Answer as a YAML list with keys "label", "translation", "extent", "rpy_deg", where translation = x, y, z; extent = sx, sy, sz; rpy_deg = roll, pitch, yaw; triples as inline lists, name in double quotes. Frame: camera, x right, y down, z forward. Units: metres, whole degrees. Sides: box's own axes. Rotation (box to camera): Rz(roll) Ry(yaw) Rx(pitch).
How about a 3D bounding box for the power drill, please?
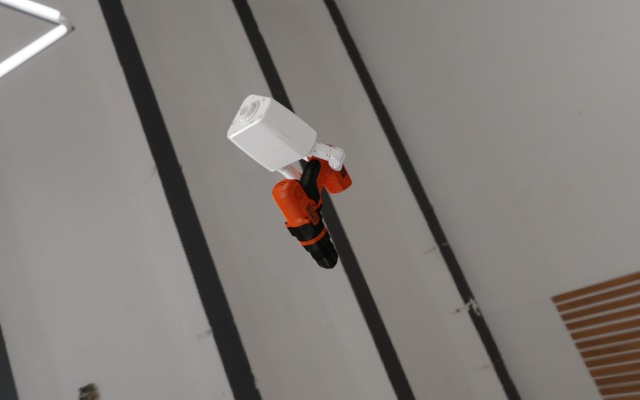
- label: "power drill"
  translation: [0.000, 0.002, 0.846]
  extent: [0.057, 0.184, 0.187]
  rpy_deg: [-12, 32, 29]
